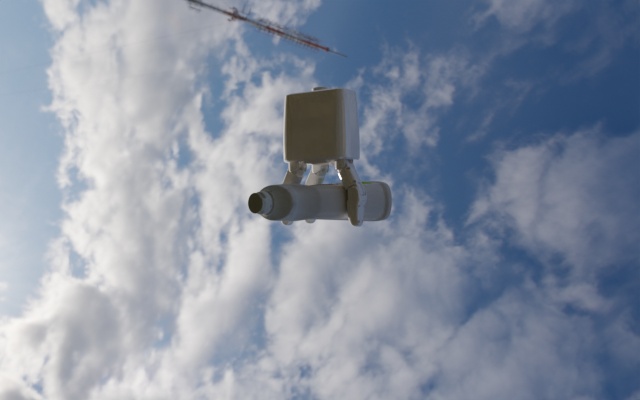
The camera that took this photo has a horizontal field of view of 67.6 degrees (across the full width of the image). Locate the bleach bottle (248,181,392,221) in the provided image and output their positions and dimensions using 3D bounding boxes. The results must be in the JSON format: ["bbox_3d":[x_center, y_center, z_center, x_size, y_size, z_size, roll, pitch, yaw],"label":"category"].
[{"bbox_3d":[0.000,0.002,0.723,0.102,0.068,0.251,-1,0,40],"label":"bleach bottle"}]
